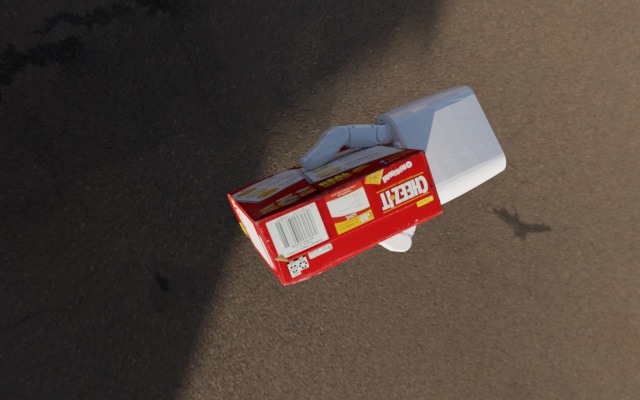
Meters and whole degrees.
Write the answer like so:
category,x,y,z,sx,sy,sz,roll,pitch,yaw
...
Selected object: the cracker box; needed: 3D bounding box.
category,x,y,z,sx,sy,sz,roll,pitch,yaw
cracker box,0.000,0.002,0.508,0.164,0.072,0.213,-24,13,-13
